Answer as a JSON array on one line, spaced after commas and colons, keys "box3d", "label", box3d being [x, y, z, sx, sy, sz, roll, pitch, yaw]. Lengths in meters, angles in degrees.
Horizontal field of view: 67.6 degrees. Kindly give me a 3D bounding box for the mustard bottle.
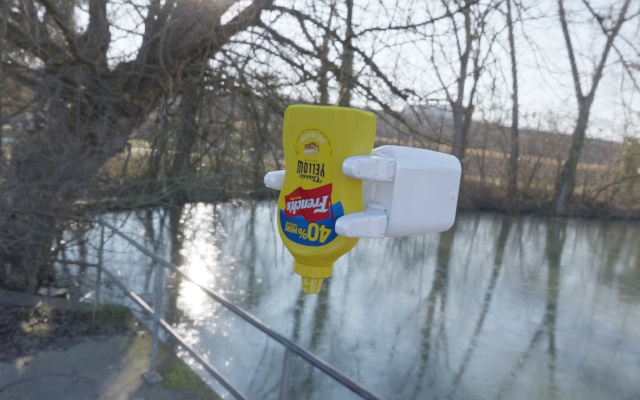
[{"box3d": [0.000, 0.001, 0.490, 0.096, 0.191, 0.058, 10, 9, 31], "label": "mustard bottle"}]
